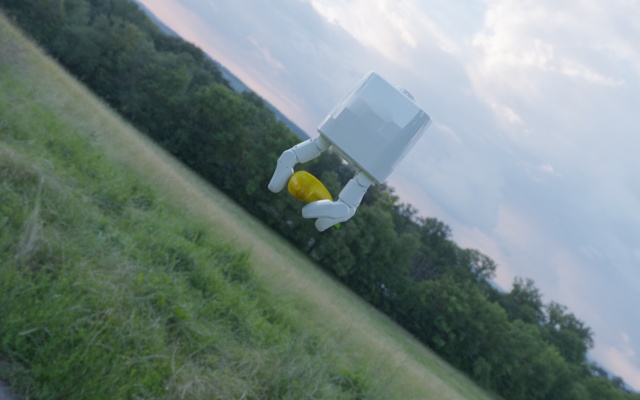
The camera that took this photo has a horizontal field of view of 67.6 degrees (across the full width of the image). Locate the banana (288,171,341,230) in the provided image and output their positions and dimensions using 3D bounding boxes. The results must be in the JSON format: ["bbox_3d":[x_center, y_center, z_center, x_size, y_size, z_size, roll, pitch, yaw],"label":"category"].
[{"bbox_3d":[-0.011,-0.010,0.685,0.069,0.037,0.198,47,3,22],"label":"banana"}]
